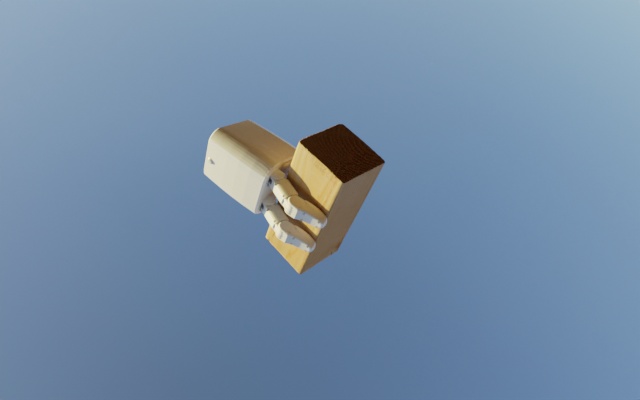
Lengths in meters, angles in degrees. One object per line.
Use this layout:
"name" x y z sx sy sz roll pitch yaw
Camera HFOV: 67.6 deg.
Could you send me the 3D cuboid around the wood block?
"wood block" 0.000 0.002 0.704 0.091 0.090 0.206 -29 -25 -39
